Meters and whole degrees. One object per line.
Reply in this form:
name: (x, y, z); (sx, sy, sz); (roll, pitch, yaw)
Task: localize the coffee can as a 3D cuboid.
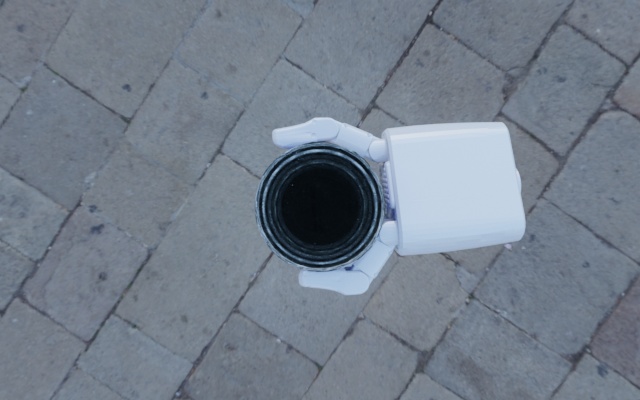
coffee can: (0.000, 0.001, 0.441); (0.103, 0.103, 0.140); (0, 3, 1)
